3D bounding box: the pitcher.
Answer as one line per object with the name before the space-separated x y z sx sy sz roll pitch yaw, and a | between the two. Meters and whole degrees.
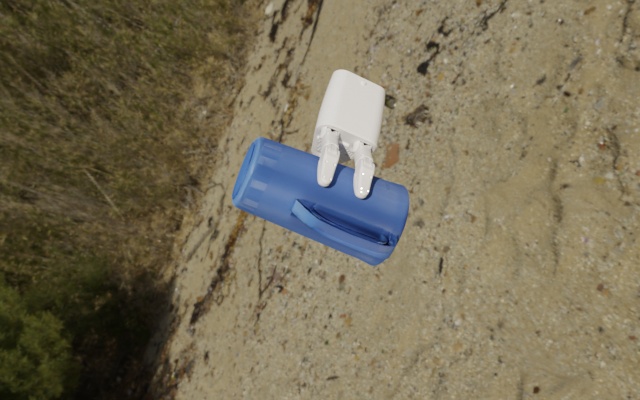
pitcher | 0.000 0.002 0.701 0.243 0.145 0.149 21 -23 -15
